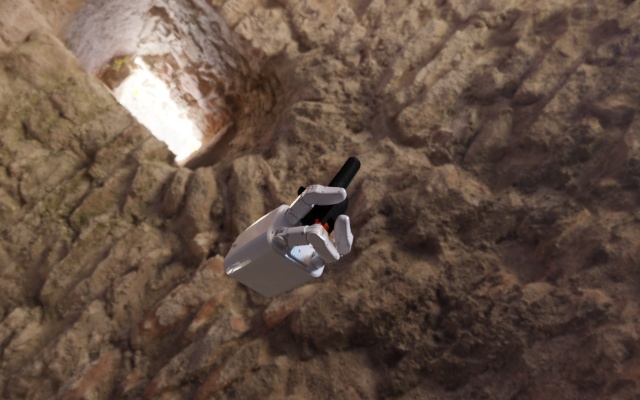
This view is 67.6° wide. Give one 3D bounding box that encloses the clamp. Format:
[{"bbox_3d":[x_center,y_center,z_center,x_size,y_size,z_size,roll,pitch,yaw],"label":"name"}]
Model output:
[{"bbox_3d":[0.001,0.003,0.737,0.120,0.039,0.171,-32,21,31],"label":"clamp"}]
